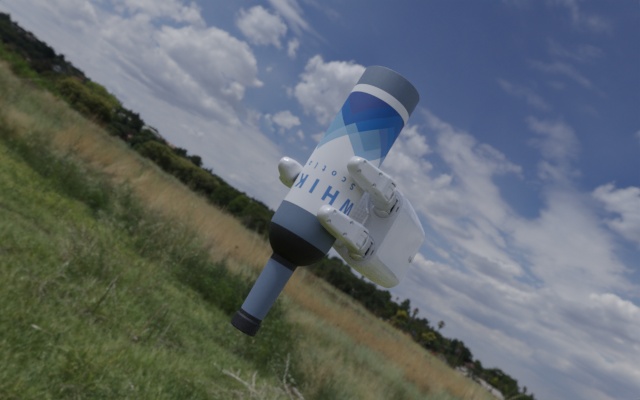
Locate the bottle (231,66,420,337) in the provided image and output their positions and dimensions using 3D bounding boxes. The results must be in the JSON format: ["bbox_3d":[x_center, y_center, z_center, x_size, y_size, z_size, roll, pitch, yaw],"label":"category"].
[{"bbox_3d":[0.000,0.001,0.486,0.069,0.295,0.069,31,-9,5],"label":"bottle"}]
